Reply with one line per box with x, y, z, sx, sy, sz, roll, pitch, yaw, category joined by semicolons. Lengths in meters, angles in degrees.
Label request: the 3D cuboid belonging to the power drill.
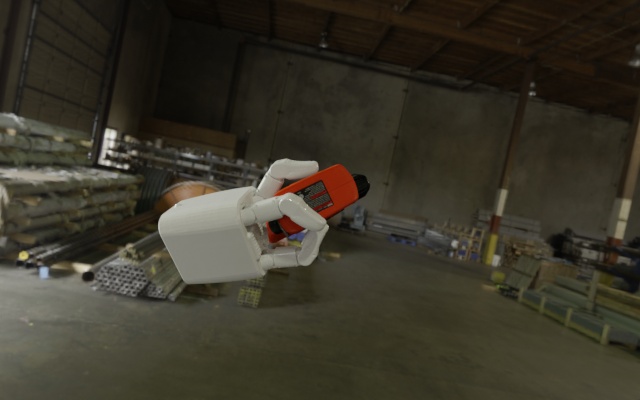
0.000;0.002;0.669;0.184;0.057;0.188;-28;-5;-8;power drill
